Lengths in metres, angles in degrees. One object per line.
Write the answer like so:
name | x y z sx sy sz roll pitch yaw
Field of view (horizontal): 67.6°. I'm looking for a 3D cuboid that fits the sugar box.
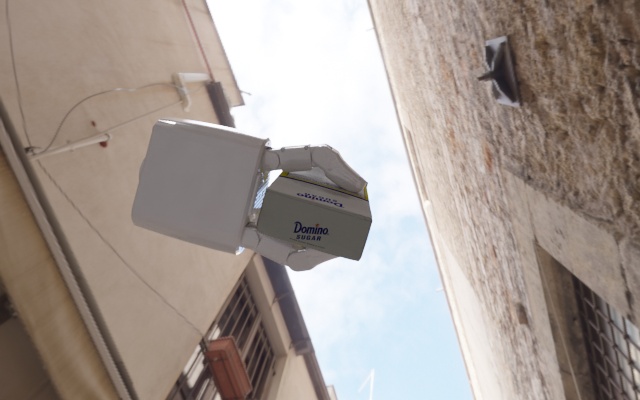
sugar box | 0.000 0.002 0.472 0.093 0.048 0.176 16 16 1
